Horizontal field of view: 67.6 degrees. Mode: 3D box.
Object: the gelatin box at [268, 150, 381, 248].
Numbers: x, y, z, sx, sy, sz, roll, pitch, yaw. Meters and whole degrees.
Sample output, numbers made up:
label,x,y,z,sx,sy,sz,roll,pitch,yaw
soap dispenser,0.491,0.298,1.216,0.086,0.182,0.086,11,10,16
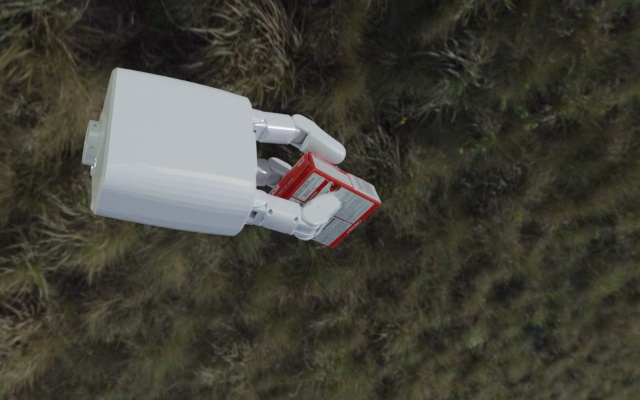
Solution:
label,x,y,z,sx,sy,sz,roll,pitch,yaw
gelatin box,0.000,0.002,0.452,0.089,0.030,0.073,25,-58,-34
